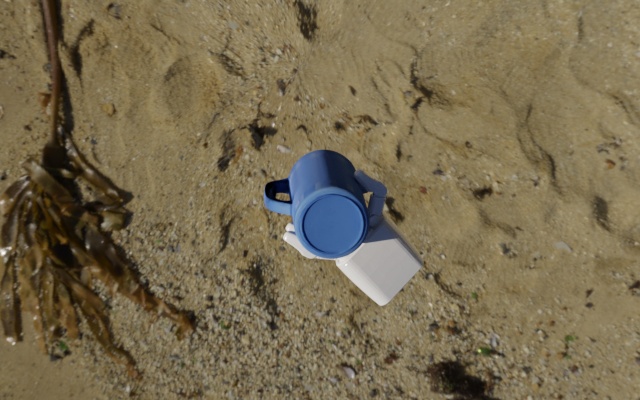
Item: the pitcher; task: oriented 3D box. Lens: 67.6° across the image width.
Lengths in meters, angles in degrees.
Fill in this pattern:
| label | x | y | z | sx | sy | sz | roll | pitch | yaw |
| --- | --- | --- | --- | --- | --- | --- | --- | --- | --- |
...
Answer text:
| label | x | y | z | sx | sy | sz | roll | pitch | yaw |
| --- | --- | --- | --- | --- | --- | --- | --- | --- | --- |
| pitcher | 0.000 | 0.003 | 0.777 | 0.149 | 0.145 | 0.242 | -42 | 13 | 9 |
